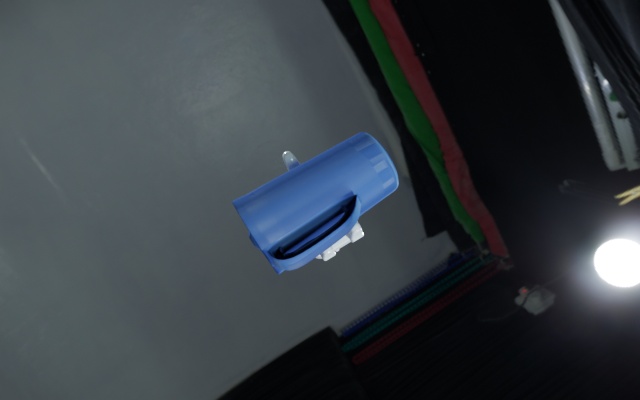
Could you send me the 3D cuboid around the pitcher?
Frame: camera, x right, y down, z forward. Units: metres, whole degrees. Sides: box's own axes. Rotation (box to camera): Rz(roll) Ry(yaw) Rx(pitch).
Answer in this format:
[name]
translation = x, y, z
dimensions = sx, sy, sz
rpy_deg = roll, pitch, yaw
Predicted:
[pitcher]
translation = 0.000, 0.002, 0.738
dimensions = 0.243, 0.149, 0.145
rpy_deg = -32, -12, -6
